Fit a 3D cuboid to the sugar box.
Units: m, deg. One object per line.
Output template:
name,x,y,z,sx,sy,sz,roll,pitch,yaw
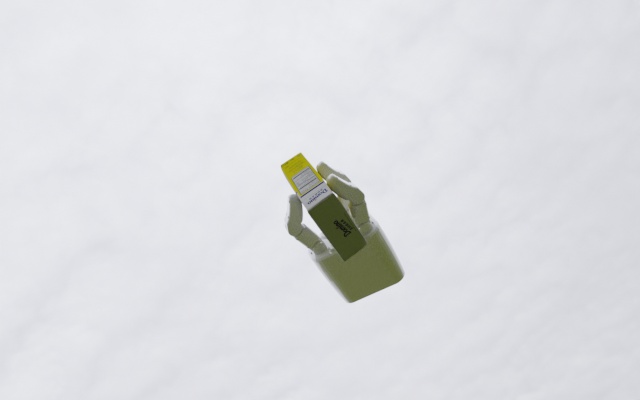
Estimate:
sugar box,0.001,0.002,0.661,0.048,0.093,0.176,-36,28,-2
